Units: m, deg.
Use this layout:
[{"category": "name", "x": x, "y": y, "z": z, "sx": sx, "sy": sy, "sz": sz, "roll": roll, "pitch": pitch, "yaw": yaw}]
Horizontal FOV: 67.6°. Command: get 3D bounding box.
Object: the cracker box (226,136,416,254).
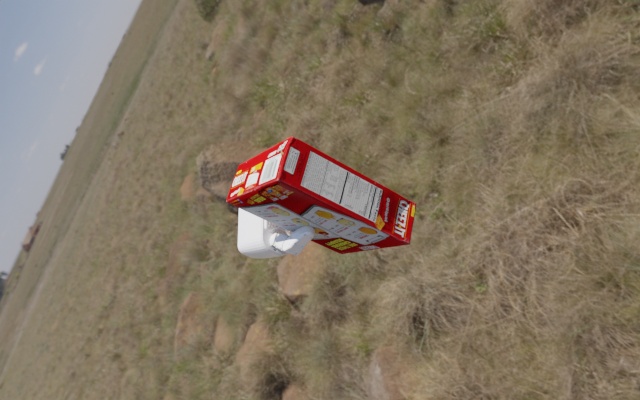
[{"category": "cracker box", "x": 0.000, "y": 0.002, "z": 0.670, "sx": 0.214, "sy": 0.072, "sz": 0.164, "roll": 26, "pitch": -22, "yaw": -26}]
